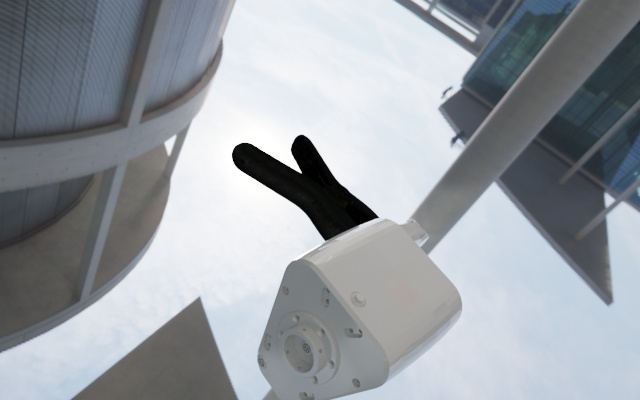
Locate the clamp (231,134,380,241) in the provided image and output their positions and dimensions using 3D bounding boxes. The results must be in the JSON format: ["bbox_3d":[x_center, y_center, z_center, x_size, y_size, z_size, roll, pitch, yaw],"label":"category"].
[{"bbox_3d":[0.000,0.002,0.422,0.171,0.039,0.120,47,32,20],"label":"clamp"}]
